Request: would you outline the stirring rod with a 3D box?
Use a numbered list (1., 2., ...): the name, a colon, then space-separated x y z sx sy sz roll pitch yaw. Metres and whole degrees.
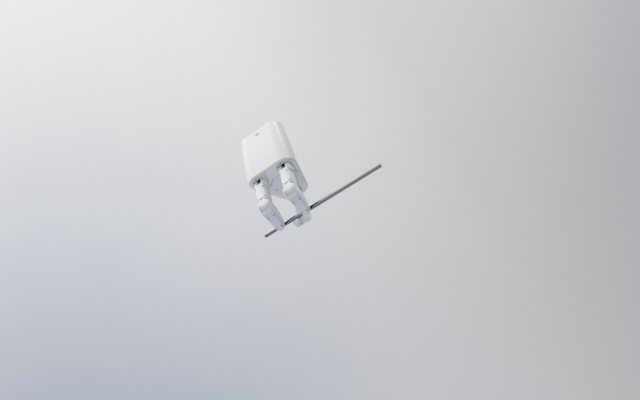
1. stirring rod: 0.000 0.003 0.813 0.239 0.011 0.011 -32 -10 17
